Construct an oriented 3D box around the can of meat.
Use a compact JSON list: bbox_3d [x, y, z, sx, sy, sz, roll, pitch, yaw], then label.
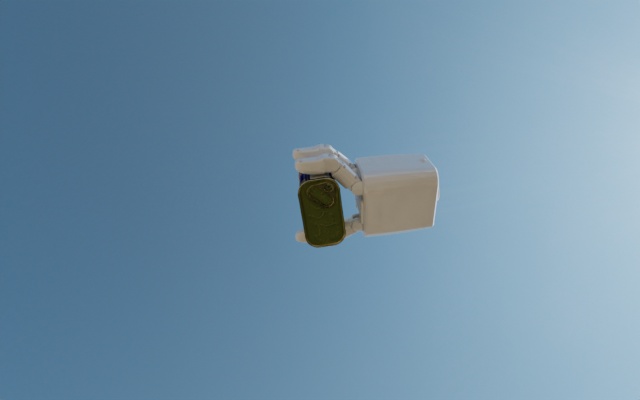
[{"bbox_3d":[0.000,0.002,0.686,0.057,0.102,0.084,-9,24,0],"label":"can of meat"}]
